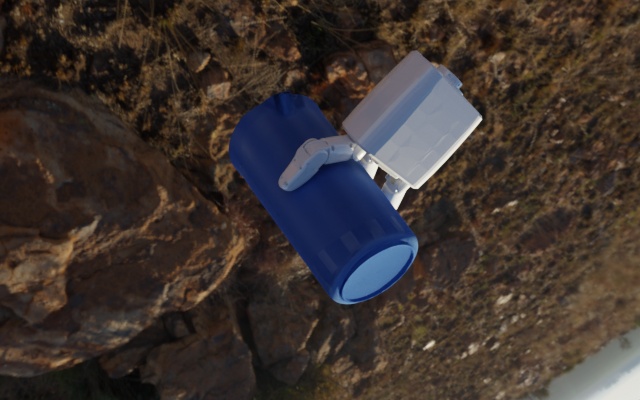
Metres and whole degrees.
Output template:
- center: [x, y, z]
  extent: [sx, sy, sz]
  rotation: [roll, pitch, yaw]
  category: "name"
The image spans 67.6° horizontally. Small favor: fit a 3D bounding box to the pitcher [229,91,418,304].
- center: [0.000, 0.002, 0.558]
  extent: [0.149, 0.145, 0.242]
  rotation: [23, 25, -51]
  category: "pitcher"
